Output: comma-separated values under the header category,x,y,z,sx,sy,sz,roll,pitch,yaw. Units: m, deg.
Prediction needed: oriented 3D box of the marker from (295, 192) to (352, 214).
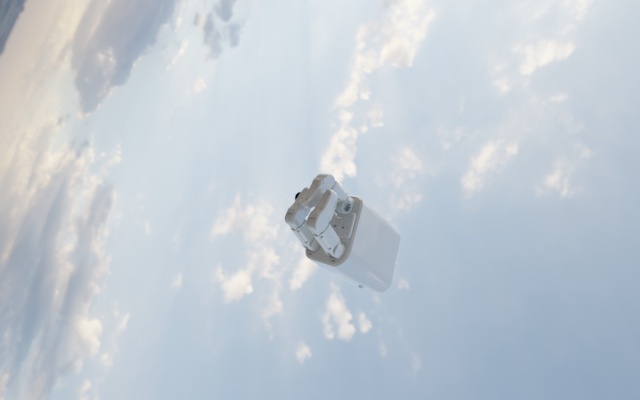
category,x,y,z,sx,sy,sz,roll,pitch,yaw
marker,0.000,0.002,0.684,0.020,0.020,0.121,0,6,-36
